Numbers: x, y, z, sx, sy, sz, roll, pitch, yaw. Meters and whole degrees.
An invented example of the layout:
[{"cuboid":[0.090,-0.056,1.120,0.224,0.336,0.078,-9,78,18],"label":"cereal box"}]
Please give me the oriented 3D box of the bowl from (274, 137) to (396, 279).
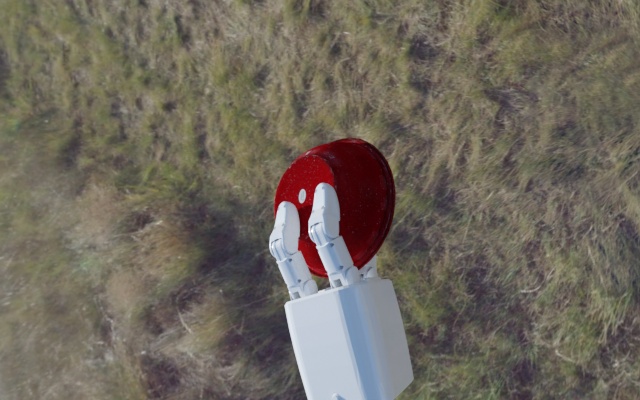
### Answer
[{"cuboid":[-0.001,0.001,0.520,0.162,0.162,0.055,0,-12,44],"label":"bowl"}]
